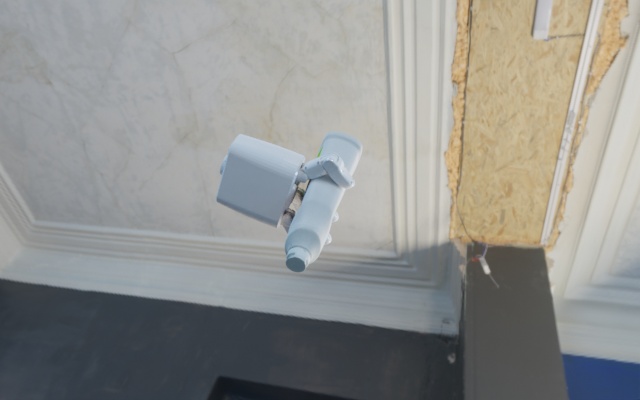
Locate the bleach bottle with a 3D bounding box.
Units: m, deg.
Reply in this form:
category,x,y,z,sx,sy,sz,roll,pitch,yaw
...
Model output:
category,x,y,z,sx,sy,sz,roll,pitch,yaw
bleach bottle,0.000,0.002,0.712,0.068,0.103,0.250,22,41,0
